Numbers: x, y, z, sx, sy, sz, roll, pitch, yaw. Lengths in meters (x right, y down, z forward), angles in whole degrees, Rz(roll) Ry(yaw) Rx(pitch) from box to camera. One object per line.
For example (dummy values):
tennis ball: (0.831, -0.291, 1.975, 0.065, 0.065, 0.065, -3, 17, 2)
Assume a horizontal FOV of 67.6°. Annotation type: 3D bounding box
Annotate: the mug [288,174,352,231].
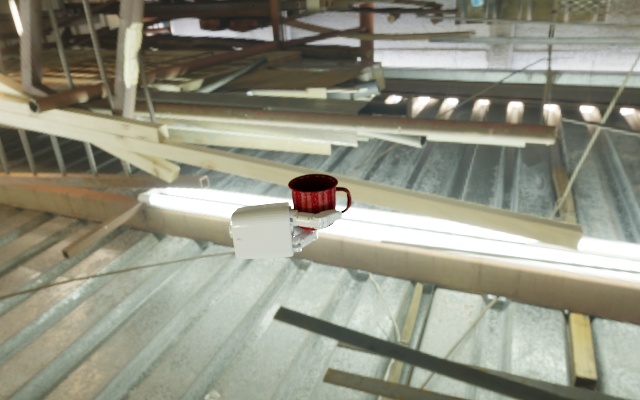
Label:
mug: (0.002, 0.003, 0.897, 0.117, 0.081, 0.093, -4, 24, -1)
